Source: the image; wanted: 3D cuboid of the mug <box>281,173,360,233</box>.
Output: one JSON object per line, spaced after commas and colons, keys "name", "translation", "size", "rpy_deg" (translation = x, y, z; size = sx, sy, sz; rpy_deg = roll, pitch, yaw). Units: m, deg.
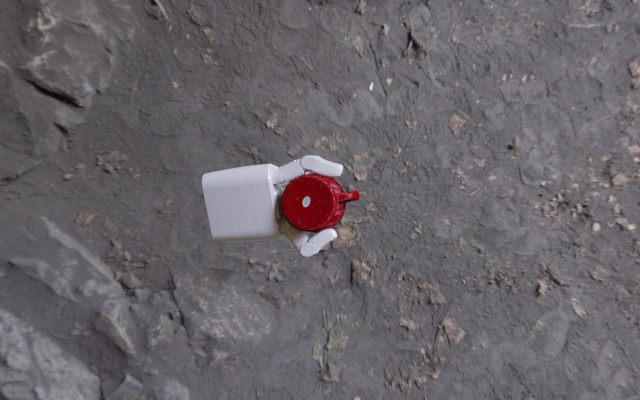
{"name": "mug", "translation": [0.002, 0.002, 0.705], "size": [0.117, 0.093, 0.081], "rpy_deg": [-7, -1, 8]}
